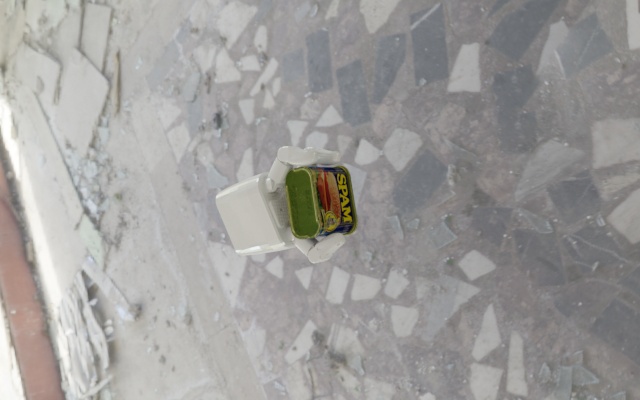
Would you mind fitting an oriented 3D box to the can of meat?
[{"bbox_3d":[0.000,0.002,0.662,0.057,0.102,0.084,-12,-6,39],"label":"can of meat"}]
